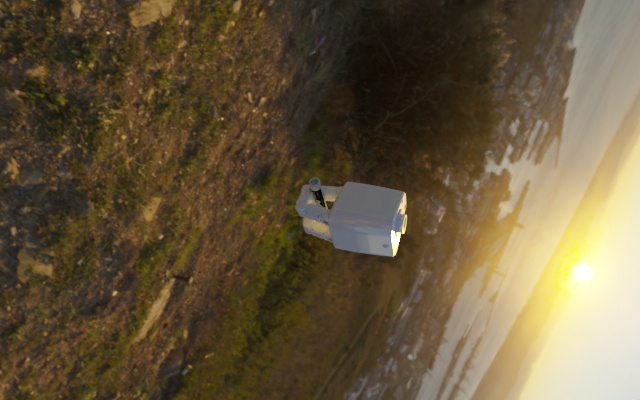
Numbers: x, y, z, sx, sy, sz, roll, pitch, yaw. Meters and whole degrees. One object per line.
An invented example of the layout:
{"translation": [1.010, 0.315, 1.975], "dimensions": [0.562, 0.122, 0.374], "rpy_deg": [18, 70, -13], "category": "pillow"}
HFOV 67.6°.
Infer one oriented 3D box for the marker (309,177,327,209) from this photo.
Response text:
{"translation": [0.000, 0.003, 0.854], "dimensions": [0.020, 0.020, 0.121], "rpy_deg": [0, -36, 13], "category": "marker"}
